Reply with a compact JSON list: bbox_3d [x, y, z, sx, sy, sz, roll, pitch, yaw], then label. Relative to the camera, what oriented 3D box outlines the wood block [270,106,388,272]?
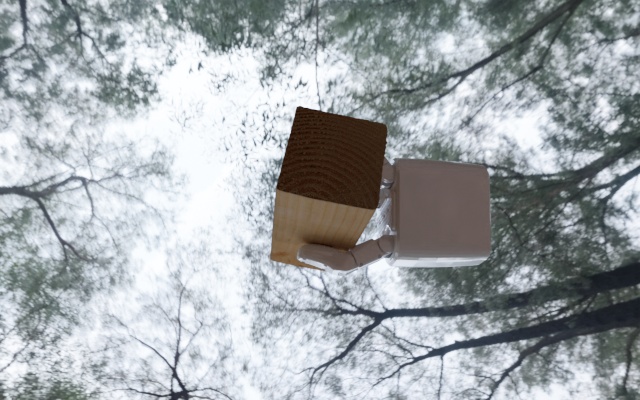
[{"bbox_3d":[0.000,0.002,0.513,0.090,0.090,0.206,12,-25,-2],"label":"wood block"}]
